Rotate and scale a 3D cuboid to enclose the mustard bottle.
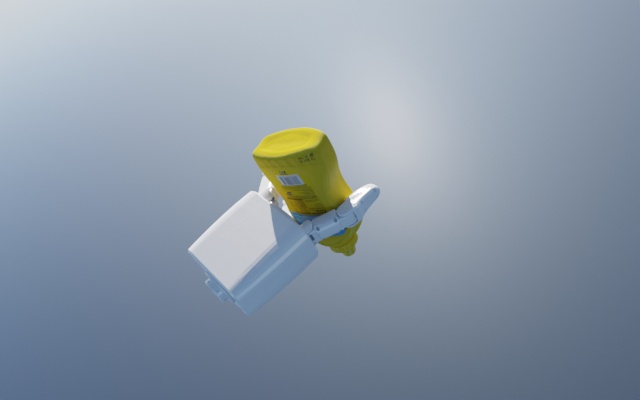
[{"bbox_3d":[0.000,0.002,0.589,0.096,0.192,0.058,-1,44,35],"label":"mustard bottle"}]
